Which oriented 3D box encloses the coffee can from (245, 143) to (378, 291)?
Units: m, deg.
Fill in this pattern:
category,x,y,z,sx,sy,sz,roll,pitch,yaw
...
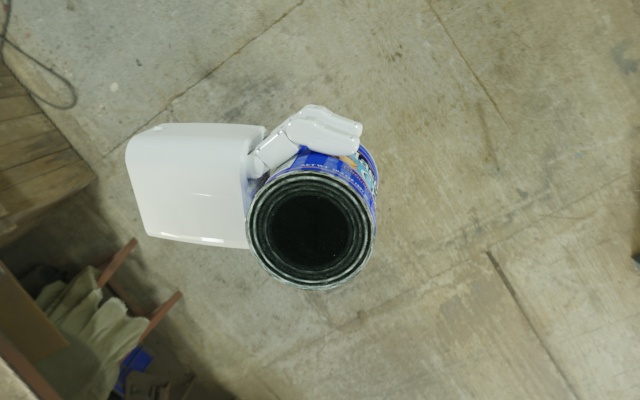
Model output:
category,x,y,z,sx,sy,sz,roll,pitch,yaw
coffee can,0.000,0.001,0.434,0.103,0.103,0.140,0,20,8
